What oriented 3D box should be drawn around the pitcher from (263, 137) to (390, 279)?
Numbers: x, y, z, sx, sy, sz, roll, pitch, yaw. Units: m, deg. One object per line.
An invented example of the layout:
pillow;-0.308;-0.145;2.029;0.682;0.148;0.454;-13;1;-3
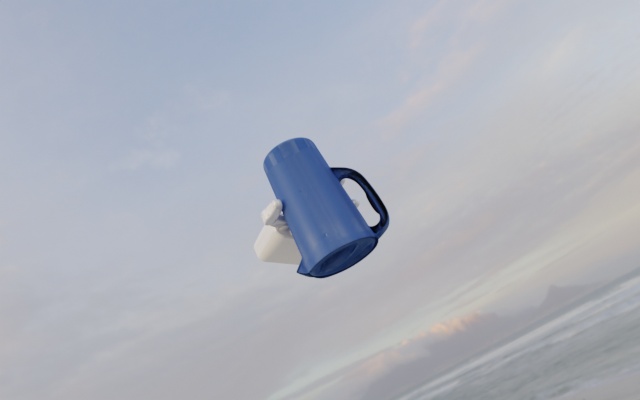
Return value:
pitcher;0.000;0.003;0.856;0.149;0.242;0.145;-9;-30;-37
